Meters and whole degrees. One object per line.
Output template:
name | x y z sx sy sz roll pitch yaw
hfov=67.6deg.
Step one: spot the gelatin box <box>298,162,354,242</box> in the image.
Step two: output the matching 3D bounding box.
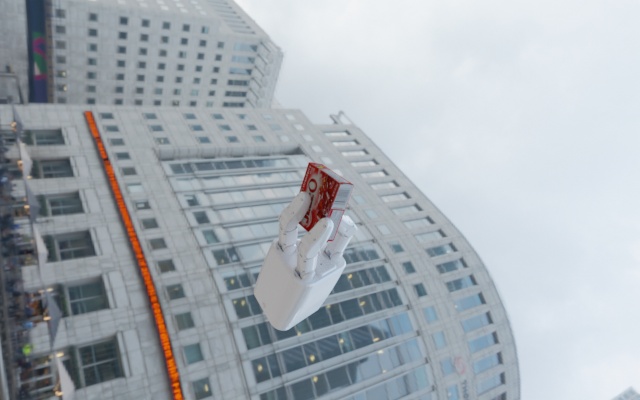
gelatin box | 0.001 0.002 0.659 0.030 0.089 0.073 3 24 -41
